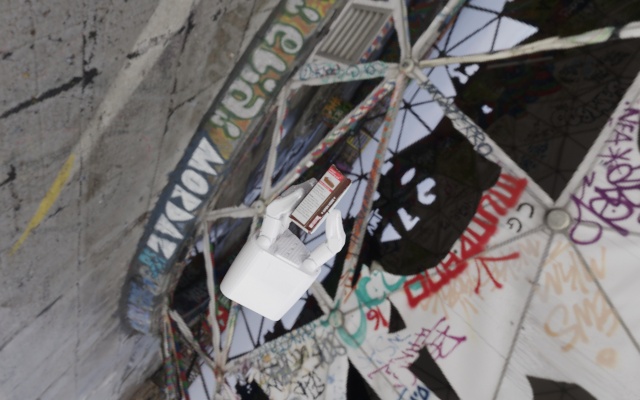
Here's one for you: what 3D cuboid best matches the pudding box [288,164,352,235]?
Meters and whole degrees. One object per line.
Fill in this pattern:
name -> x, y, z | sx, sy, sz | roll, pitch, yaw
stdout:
pudding box -> 0.000, 0.002, 0.659 | 0.039, 0.090, 0.113 | 39, -4, 1
